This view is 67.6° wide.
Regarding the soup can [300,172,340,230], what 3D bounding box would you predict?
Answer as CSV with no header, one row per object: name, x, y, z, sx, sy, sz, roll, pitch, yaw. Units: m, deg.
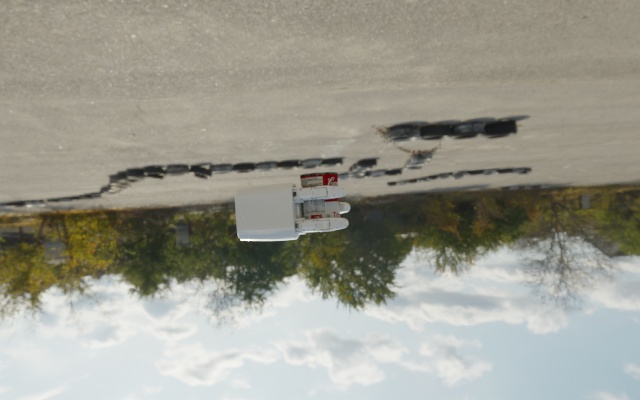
soup can,0.001,0.003,0.856,0.068,0.102,0.068,-4,-1,0
